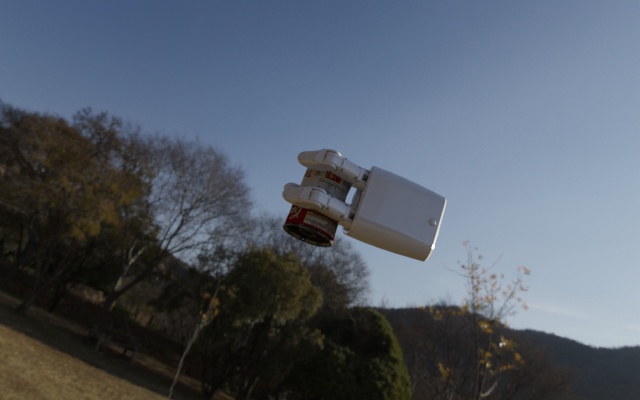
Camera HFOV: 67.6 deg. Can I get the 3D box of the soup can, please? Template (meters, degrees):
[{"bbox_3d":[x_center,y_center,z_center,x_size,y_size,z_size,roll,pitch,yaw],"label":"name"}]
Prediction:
[{"bbox_3d":[0.000,0.002,0.633,0.068,0.102,0.068,19,-19,7],"label":"soup can"}]
